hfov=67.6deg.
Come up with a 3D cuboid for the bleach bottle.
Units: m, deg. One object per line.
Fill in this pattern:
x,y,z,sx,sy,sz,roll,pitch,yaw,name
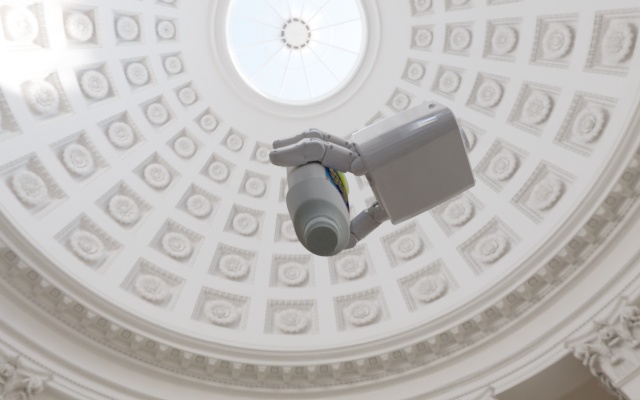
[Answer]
0.000,0.002,0.535,0.068,0.102,0.250,-25,18,6,bleach bottle
